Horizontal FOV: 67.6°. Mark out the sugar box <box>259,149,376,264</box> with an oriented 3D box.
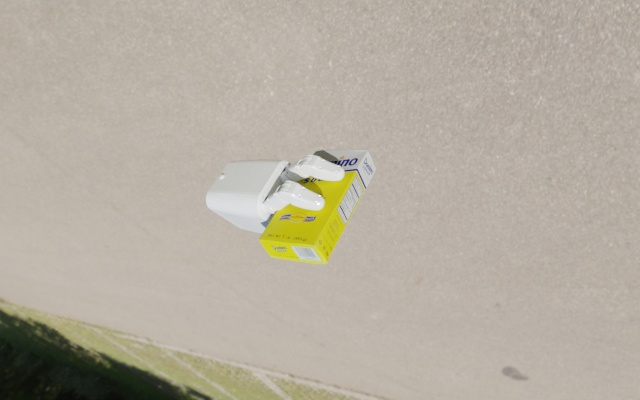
[{"bbox_3d":[0.000,0.002,0.649,0.093,0.176,0.048,3,-40,34],"label":"sugar box"}]
